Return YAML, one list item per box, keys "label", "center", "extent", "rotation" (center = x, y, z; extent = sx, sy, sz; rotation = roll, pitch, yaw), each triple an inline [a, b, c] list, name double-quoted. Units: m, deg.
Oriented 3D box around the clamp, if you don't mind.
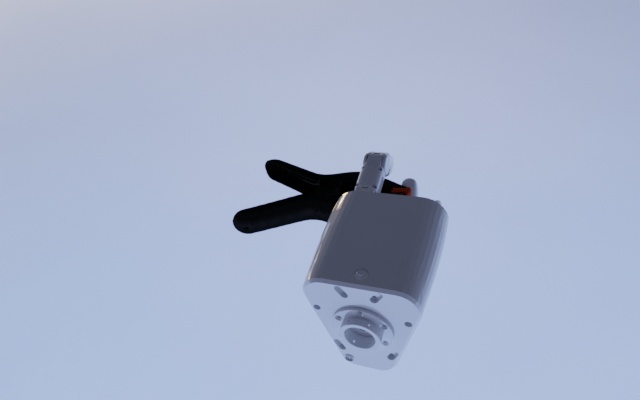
- label: "clamp"
  center: [0.000, 0.002, 0.478]
  extent: [0.171, 0.039, 0.120]
  rotation: [6, 41, 20]
